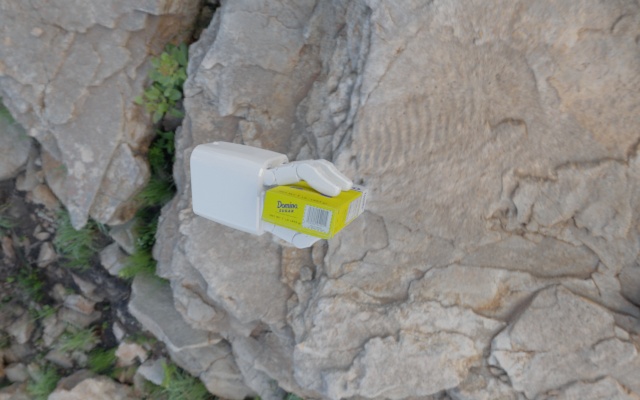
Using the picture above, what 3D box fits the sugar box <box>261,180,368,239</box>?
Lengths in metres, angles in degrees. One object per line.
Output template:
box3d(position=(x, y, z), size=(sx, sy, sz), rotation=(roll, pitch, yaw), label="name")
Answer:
box3d(position=(0.000, 0.002, 0.645), size=(0.093, 0.048, 0.176), rotation=(15, 16, 14), label="sugar box")
